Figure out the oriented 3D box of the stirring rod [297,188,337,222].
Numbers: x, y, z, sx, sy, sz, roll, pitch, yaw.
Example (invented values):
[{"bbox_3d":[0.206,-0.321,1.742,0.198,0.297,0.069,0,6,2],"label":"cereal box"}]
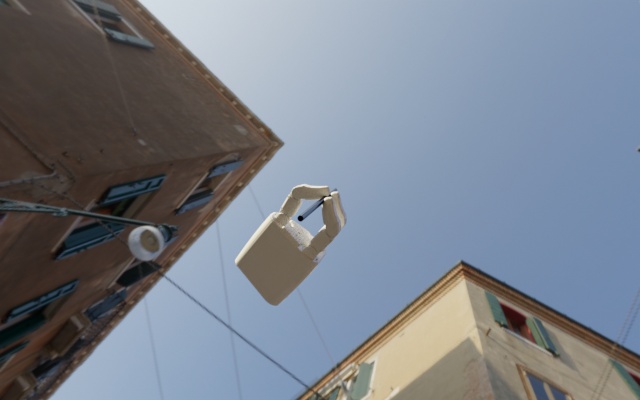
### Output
[{"bbox_3d":[0.000,0.002,0.714,0.011,0.011,0.239,0,10,12],"label":"stirring rod"}]
